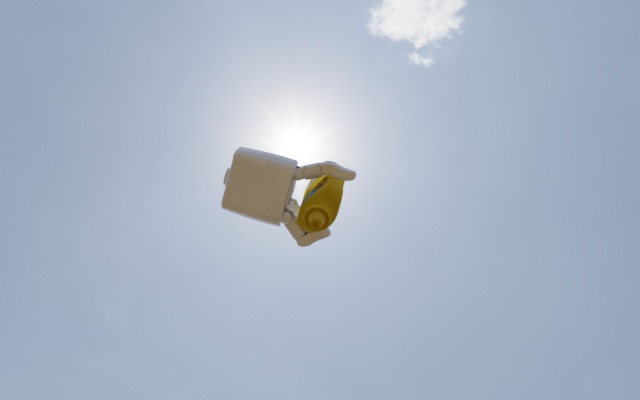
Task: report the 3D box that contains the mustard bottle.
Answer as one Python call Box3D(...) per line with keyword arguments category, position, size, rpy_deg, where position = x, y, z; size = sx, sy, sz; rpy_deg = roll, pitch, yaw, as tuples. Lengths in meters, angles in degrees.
Box3D(category="mustard bottle", position=(0.000, 0.003, 0.811), size=(0.058, 0.096, 0.191), rpy_deg=(39, 18, -9))
